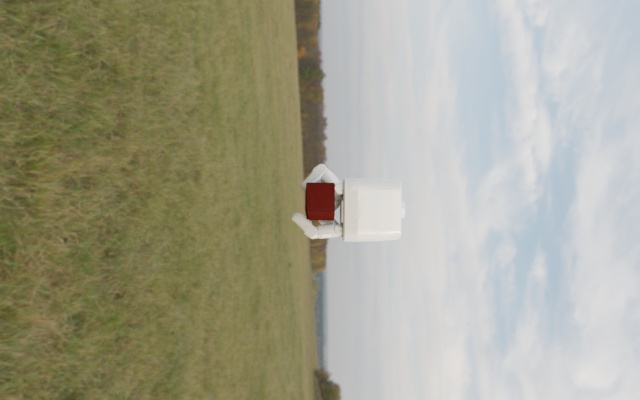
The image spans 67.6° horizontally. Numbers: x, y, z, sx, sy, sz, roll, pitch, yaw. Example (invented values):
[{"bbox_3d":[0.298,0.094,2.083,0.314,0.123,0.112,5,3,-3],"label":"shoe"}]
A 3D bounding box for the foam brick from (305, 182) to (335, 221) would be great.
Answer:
[{"bbox_3d":[0.000,0.003,0.852,0.051,0.053,0.078,1,-14,1],"label":"foam brick"}]
